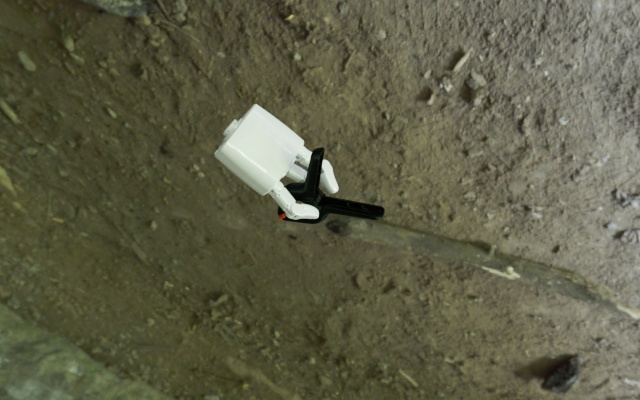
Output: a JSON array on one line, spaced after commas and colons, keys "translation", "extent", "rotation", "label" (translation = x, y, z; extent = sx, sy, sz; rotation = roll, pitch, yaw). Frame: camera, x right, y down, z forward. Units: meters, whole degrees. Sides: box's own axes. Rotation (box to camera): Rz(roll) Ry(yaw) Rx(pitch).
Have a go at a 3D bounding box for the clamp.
[{"translation": [-0.001, 0.003, 0.837], "extent": [0.164, 0.036, 0.210], "rotation": [40, -38, -16], "label": "clamp"}]
